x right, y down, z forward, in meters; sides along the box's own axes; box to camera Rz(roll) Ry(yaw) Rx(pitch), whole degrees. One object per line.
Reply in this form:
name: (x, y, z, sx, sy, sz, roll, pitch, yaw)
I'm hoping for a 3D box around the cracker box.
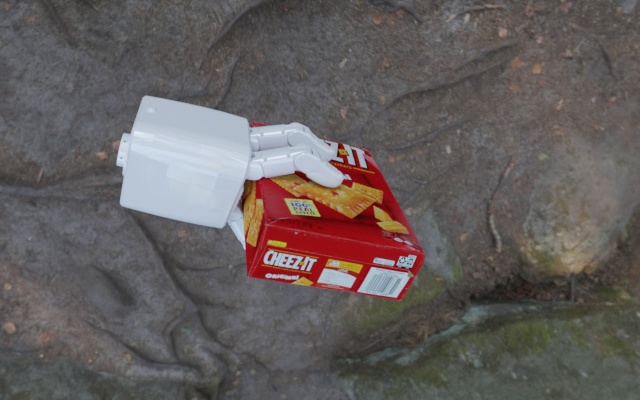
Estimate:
cracker box: (0.000, 0.002, 0.523, 0.164, 0.072, 0.213, 12, 31, -19)
